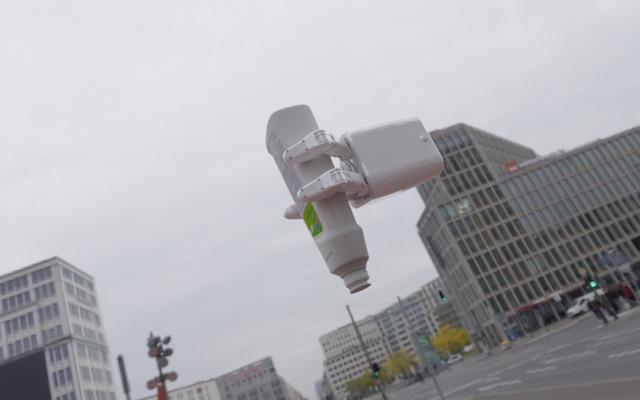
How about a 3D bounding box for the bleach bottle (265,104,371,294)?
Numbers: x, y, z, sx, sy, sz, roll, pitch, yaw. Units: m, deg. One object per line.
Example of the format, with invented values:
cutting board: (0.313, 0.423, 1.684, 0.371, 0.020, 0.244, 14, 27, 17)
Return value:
bleach bottle: (0.000, 0.002, 0.618, 0.068, 0.250, 0.103, -17, -23, -15)
